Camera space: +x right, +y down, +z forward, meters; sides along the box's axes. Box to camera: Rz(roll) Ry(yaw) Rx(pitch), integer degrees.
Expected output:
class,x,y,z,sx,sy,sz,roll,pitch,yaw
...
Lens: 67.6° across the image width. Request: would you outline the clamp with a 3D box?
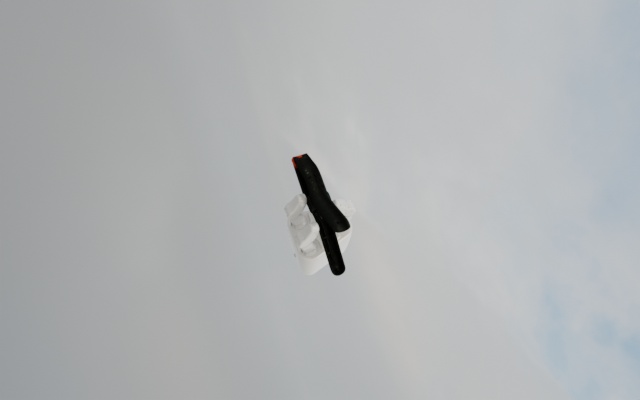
class,x,y,z,sx,sy,sz,roll,pitch,yaw
clamp,0.001,0.002,0.769,0.036,0.210,0.165,-17,-24,-12
